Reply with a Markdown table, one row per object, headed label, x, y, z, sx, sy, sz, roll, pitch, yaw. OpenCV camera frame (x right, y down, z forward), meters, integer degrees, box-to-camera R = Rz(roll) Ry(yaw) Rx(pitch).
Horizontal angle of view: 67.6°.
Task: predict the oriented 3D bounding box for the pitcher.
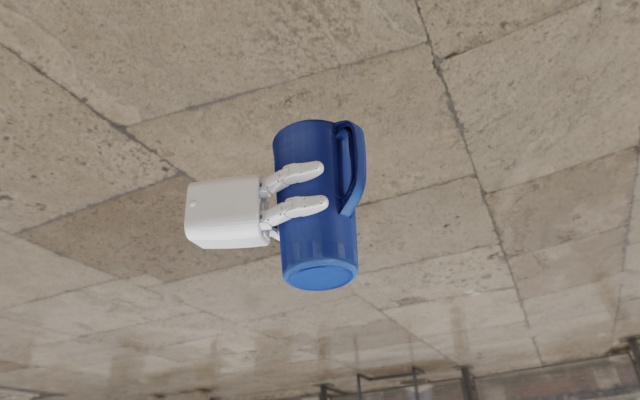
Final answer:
| label | x | y | z | sx | sy | sz | roll | pitch | yaw |
| --- | --- | --- | --- | --- | --- | --- | --- | --- | --- |
| pitcher | 0.000 | 0.002 | 0.721 | 0.145 | 0.242 | 0.149 | -5 | -31 | 1 |
